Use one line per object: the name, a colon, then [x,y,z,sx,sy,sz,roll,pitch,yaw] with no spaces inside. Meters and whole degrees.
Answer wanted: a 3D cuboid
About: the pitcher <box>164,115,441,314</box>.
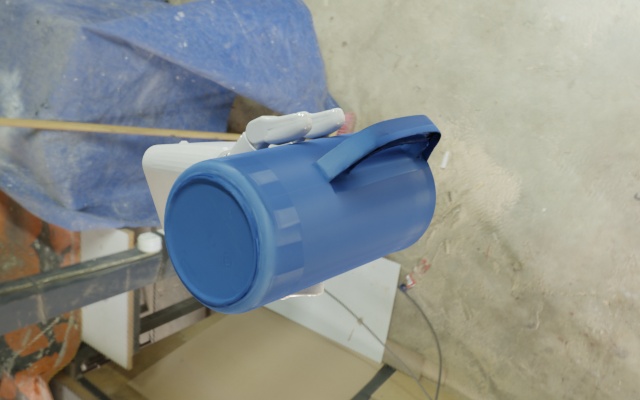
pitcher: [0.000,0.001,0.410,0.145,0.149,0.243,9,14,34]
